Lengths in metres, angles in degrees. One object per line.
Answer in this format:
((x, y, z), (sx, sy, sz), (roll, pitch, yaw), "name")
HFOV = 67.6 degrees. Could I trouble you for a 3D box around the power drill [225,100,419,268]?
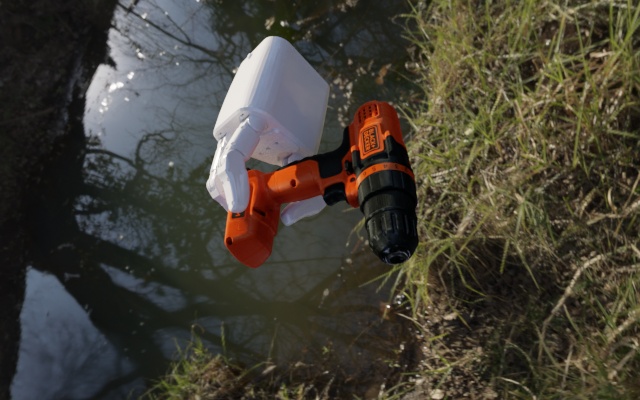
((0.000, 0.001, 0.457), (0.188, 0.184, 0.057), (-21, -47, 21), "power drill")
